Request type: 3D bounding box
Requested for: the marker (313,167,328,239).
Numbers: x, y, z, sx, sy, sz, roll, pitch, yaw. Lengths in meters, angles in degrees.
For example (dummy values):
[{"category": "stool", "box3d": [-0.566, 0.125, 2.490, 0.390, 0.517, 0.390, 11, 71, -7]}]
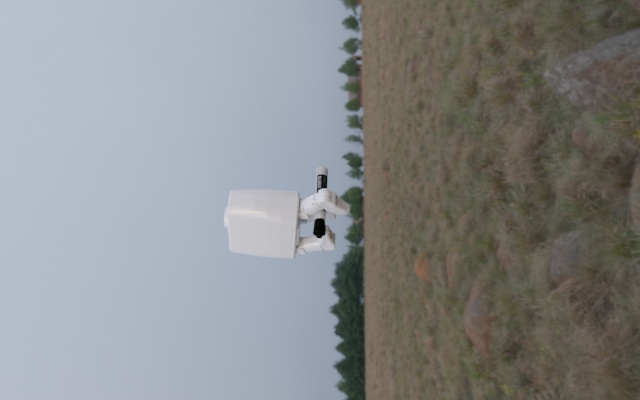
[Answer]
[{"category": "marker", "box3d": [0.000, 0.002, 0.729, 0.020, 0.121, 0.020, 2, -31, 1]}]
